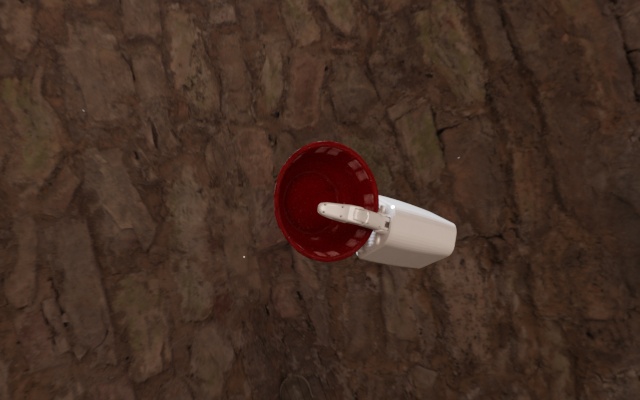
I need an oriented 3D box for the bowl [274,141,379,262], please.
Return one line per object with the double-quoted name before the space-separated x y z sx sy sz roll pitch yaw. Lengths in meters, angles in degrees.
"bowl" -0.001 0.002 0.657 0.162 0.162 0.055 0 -2 -29
